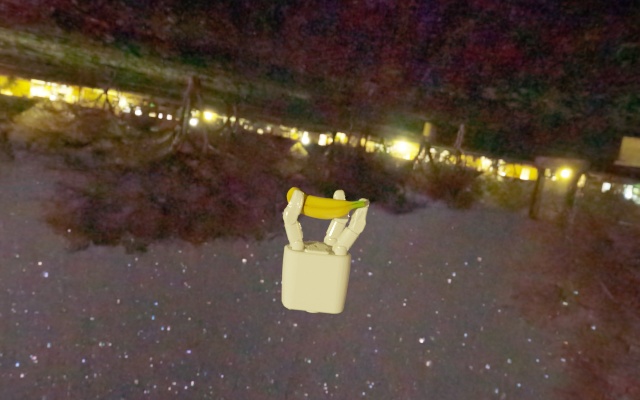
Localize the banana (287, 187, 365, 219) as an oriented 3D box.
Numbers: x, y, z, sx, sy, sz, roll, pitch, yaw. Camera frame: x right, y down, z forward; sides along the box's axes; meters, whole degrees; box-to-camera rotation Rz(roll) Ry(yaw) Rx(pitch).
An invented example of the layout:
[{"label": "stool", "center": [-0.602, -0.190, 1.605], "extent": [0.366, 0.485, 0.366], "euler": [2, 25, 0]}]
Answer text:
[{"label": "banana", "center": [-0.012, 0.005, 0.854], "extent": [0.069, 0.037, 0.198], "euler": [-7, 14, -39]}]
